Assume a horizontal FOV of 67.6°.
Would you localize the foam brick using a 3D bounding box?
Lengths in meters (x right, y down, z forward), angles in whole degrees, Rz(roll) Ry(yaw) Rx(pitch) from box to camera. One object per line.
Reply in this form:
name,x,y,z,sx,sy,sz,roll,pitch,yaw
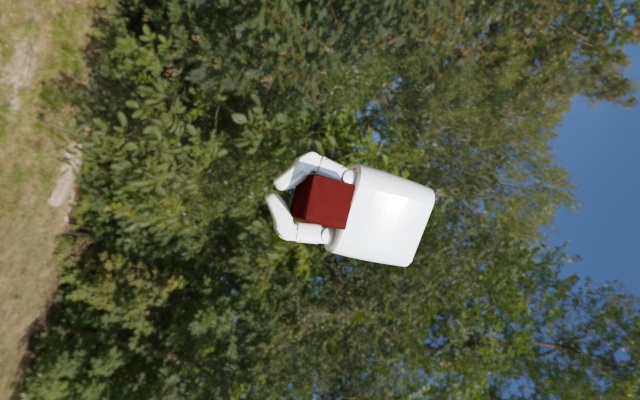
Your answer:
foam brick,0.000,0.002,0.556,0.051,0.053,0.078,15,-4,-16
